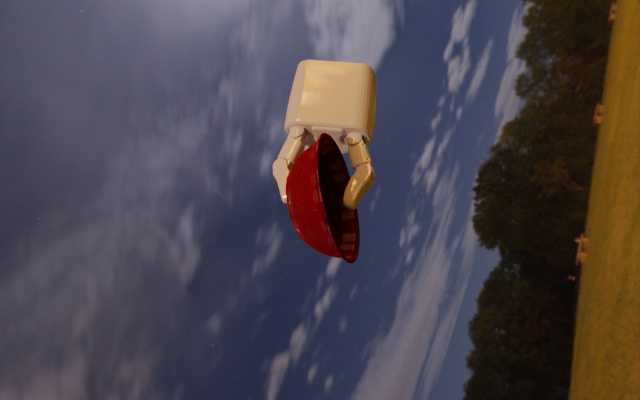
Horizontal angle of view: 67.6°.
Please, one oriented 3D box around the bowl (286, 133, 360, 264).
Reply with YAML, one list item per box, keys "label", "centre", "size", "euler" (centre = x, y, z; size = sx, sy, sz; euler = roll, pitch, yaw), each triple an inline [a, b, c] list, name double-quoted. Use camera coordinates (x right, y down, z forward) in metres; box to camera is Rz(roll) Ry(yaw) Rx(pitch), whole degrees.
- label: "bowl"
  centre: [0.000, 0.003, 0.587]
  size: [0.055, 0.162, 0.162]
  euler: [-13, -4, 16]
